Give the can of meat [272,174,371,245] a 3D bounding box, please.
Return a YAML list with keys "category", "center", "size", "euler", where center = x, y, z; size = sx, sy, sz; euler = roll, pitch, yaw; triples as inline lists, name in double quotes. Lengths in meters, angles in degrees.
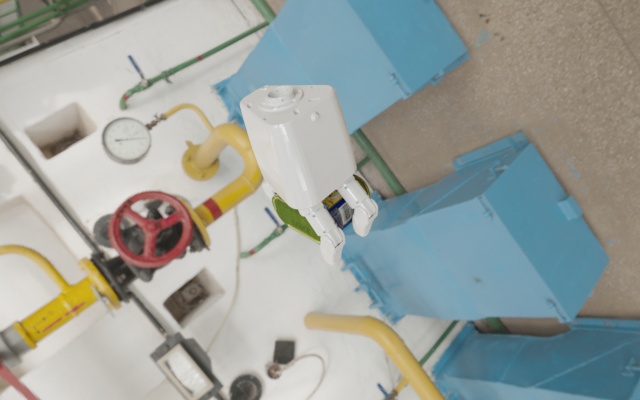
- category: "can of meat"
  center: [0.000, 0.002, 0.615]
  size: [0.102, 0.057, 0.084]
  euler: [25, 53, 39]
